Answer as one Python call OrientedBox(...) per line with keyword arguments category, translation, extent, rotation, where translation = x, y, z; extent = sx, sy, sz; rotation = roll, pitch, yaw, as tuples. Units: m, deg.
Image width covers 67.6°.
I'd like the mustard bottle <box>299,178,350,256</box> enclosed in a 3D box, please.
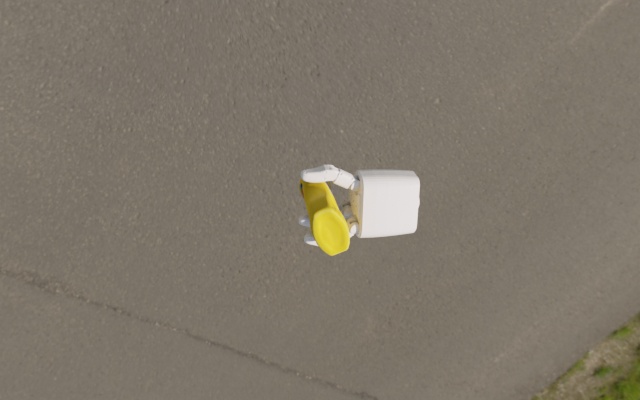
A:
OrientedBox(category="mustard bottle", translation=(0.000, 0.003, 0.834), extent=(0.058, 0.096, 0.191), rotation=(-23, 34, 3))
